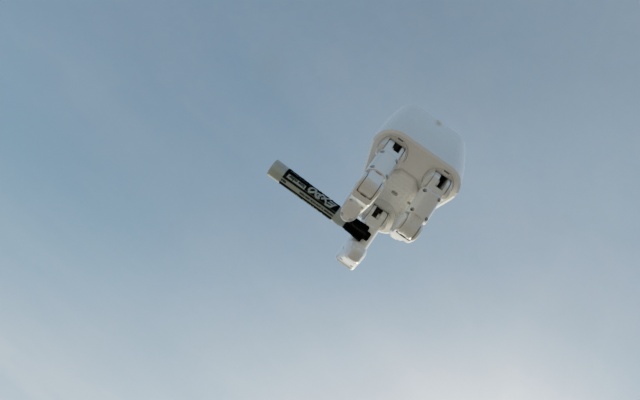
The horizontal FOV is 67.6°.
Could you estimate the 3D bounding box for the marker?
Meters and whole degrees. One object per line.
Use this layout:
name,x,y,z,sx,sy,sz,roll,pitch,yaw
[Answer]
marker,0.000,0.002,0.480,0.121,0.020,0.020,36,0,1
